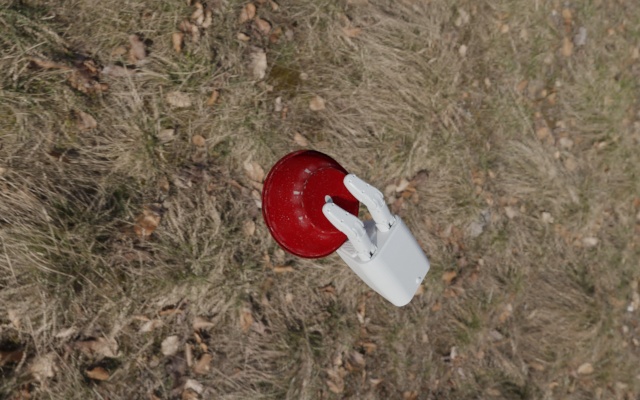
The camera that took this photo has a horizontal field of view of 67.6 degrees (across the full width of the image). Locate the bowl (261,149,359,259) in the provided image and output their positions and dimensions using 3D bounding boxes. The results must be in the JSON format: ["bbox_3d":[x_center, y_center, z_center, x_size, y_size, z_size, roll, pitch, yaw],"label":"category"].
[{"bbox_3d":[-0.001,0.002,0.677,0.162,0.162,0.055,0,-6,-31],"label":"bowl"}]
